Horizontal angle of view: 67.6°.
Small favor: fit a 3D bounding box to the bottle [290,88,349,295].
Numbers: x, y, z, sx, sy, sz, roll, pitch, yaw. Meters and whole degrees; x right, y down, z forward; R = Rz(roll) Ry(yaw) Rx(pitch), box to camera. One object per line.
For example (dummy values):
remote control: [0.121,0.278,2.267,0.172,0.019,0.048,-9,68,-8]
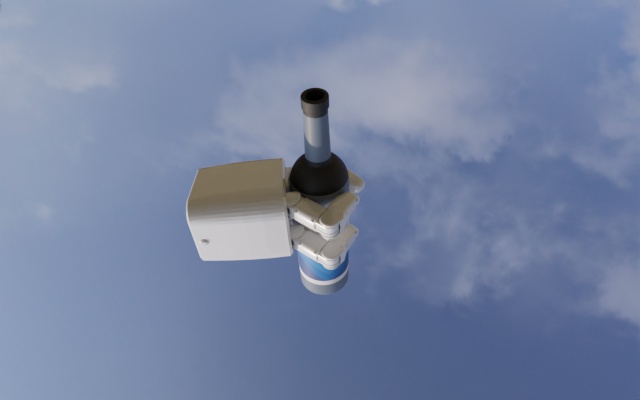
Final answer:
bottle: [0.000,0.002,0.558,0.069,0.069,0.296,0,-43,3]
